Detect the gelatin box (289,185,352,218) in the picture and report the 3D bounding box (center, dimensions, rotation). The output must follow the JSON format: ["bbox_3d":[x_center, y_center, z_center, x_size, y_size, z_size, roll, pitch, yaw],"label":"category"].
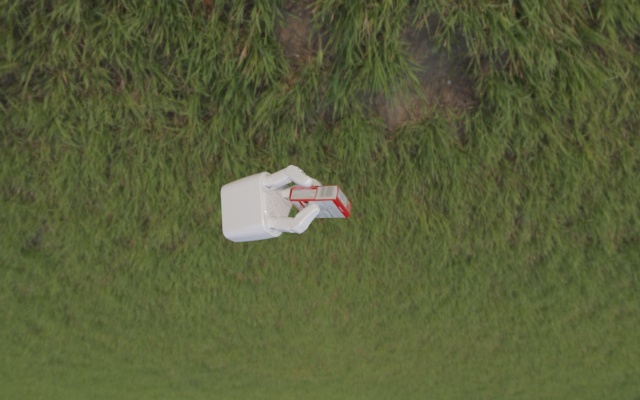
[{"bbox_3d":[0.000,0.003,0.826,0.089,0.030,0.073,-1,-27,23],"label":"gelatin box"}]
